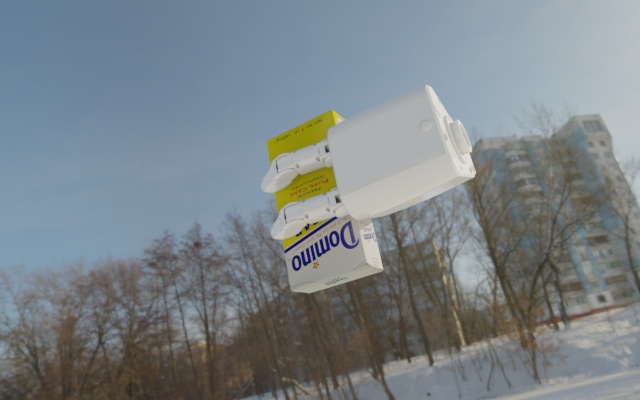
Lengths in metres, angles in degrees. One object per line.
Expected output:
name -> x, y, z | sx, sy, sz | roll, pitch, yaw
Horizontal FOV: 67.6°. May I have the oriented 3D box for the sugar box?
sugar box -> 0.000, 0.001, 0.512 | 0.093, 0.176, 0.048 | -23, -26, 25
